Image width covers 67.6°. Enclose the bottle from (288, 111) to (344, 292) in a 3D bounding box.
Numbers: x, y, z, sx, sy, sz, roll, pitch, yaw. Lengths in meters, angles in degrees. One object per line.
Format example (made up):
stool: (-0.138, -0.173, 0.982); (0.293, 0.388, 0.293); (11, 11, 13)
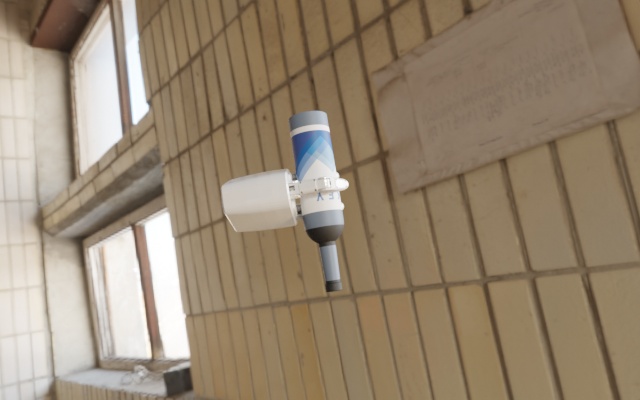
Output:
bottle: (0.000, 0.002, 0.793); (0.069, 0.295, 0.069); (-9, -8, -1)
